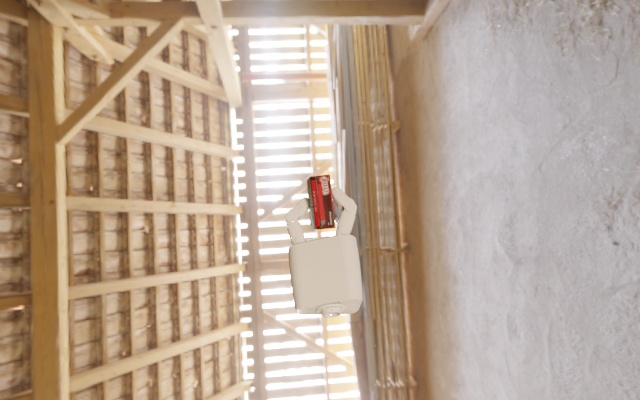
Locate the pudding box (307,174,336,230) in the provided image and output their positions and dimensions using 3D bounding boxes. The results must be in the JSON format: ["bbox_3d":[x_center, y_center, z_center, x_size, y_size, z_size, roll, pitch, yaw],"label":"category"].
[{"bbox_3d":[0.000,0.003,0.834,0.039,0.090,0.113,-5,0,-6],"label":"pudding box"}]
